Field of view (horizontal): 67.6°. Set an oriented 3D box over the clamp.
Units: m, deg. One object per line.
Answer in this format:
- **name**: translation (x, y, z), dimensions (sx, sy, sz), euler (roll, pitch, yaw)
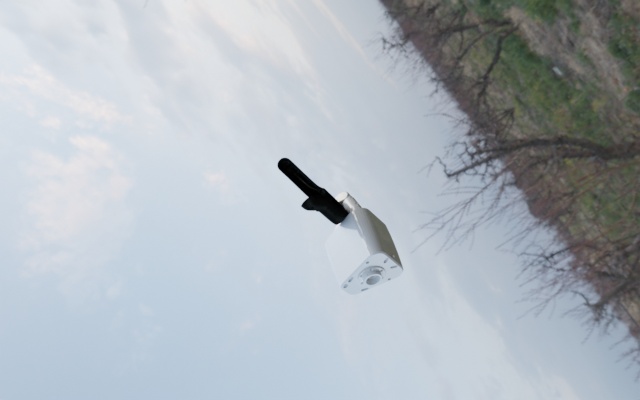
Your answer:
- **clamp**: translation (0.000, 0.003, 0.815), dimensions (0.039, 0.120, 0.171), euler (-40, -49, 17)
